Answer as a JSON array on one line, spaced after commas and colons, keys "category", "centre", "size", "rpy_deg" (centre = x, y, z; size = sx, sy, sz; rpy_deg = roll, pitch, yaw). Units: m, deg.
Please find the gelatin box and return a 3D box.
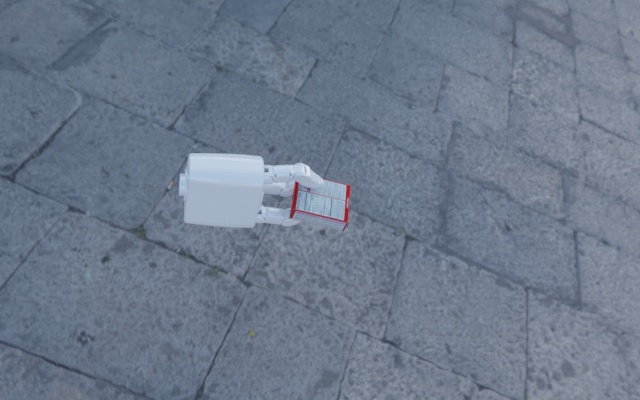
[{"category": "gelatin box", "centre": [0.001, 0.002, 0.744], "size": [0.089, 0.073, 0.030], "rpy_deg": [13, -37, -9]}]
